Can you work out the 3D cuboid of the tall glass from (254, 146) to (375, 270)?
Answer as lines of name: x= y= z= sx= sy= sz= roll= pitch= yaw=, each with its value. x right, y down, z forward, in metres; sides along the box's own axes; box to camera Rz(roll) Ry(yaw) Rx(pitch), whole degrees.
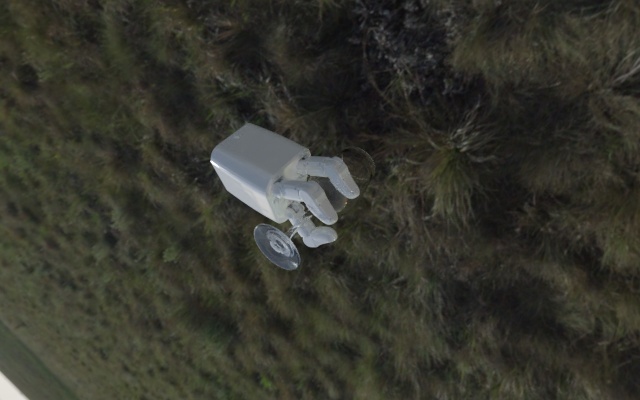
tall glass: x=0.000 y=0.003 z=0.662 sx=0.079 sy=0.079 sz=0.201 roll=0 pitch=35 yaw=45
